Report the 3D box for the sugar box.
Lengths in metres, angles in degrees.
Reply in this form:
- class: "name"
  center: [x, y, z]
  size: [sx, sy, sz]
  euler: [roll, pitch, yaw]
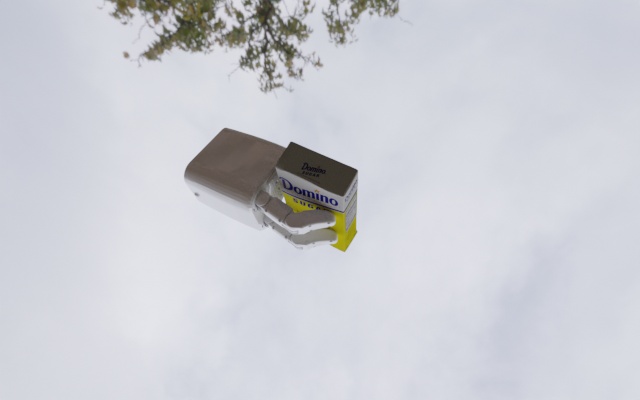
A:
- class: "sugar box"
  center: [0.000, 0.002, 0.621]
  size: [0.093, 0.048, 0.176]
  euler: [24, -20, 16]
